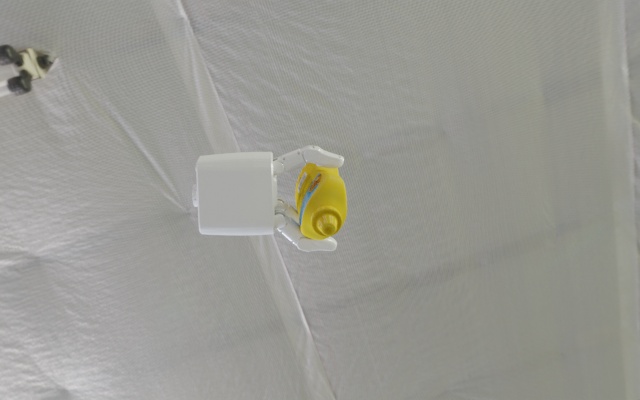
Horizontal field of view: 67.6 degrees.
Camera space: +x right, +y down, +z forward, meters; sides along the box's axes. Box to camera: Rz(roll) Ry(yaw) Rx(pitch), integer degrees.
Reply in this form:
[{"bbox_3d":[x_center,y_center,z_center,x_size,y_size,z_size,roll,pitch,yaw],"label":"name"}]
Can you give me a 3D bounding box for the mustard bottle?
[{"bbox_3d":[0.000,0.002,0.687,0.058,0.096,0.191,21,17,-13],"label":"mustard bottle"}]
